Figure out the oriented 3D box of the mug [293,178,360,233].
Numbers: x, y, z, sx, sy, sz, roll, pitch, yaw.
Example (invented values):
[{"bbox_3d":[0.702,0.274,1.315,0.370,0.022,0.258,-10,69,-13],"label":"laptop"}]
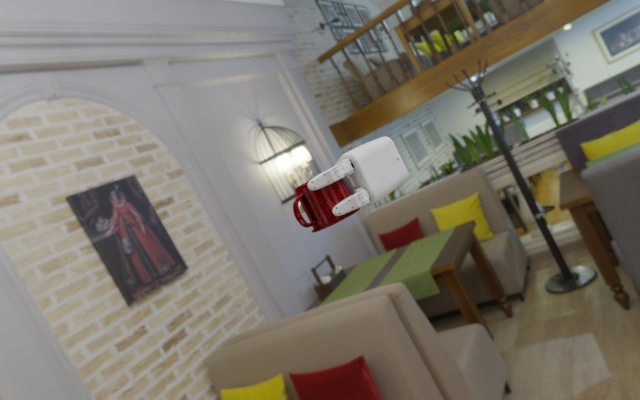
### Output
[{"bbox_3d":[-0.001,0.003,0.806,0.117,0.081,0.093,-29,3,-36],"label":"mug"}]
